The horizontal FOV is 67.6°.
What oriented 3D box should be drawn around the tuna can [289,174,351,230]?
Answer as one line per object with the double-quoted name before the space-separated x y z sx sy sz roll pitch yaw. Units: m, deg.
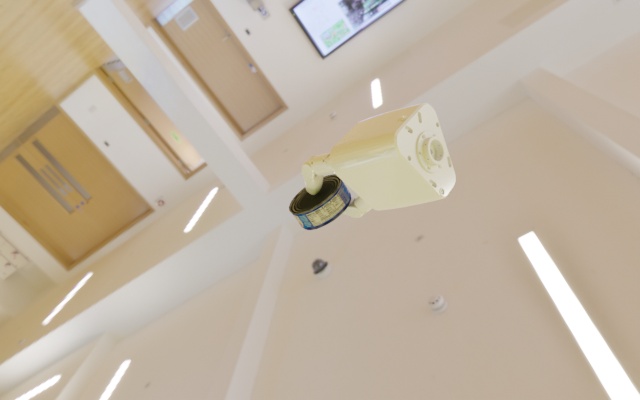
"tuna can" 0.000 0.003 0.674 0.086 0.034 0.086 -29 23 14
